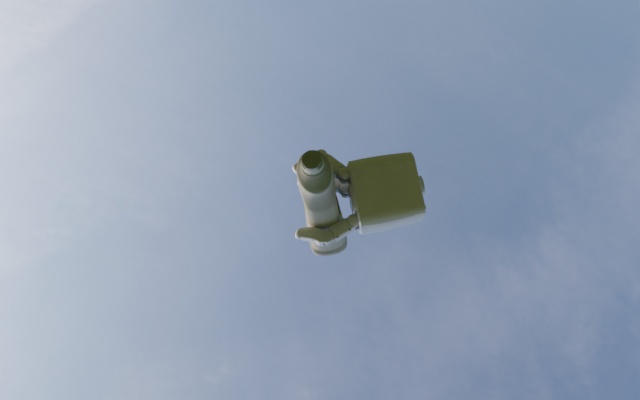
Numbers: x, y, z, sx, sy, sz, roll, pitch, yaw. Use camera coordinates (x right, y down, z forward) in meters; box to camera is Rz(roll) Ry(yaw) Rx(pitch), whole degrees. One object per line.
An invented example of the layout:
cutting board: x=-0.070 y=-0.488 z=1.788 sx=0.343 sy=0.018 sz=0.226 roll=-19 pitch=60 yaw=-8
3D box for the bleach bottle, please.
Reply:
bleach bottle: x=0.000 y=0.002 z=0.754 sx=0.068 sy=0.102 sz=0.251 roll=-11 pitch=-24 yaw=0
